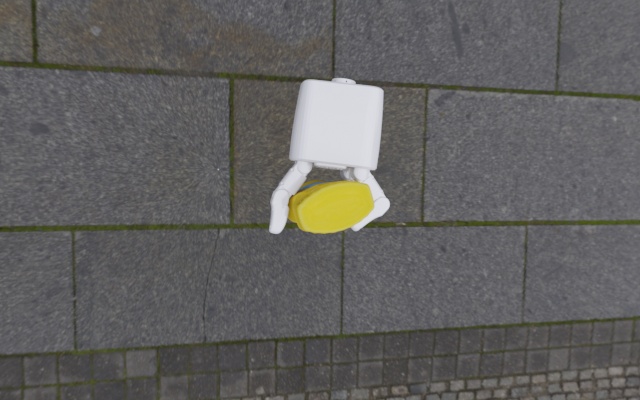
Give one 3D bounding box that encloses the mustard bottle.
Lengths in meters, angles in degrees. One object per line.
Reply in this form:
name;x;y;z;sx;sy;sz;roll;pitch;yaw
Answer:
mustard bottle;0.000;0.002;0.653;0.096;0.058;0.191;-19;8;-10
